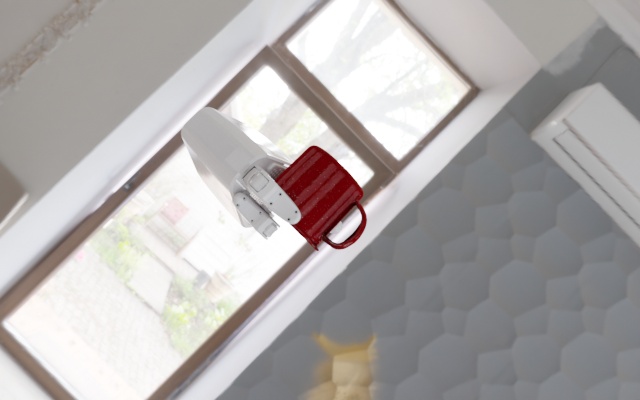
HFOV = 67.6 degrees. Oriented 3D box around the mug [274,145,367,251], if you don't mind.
[{"bbox_3d":[0.001,0.002,0.515,0.117,0.081,0.093,42,-5,25],"label":"mug"}]
